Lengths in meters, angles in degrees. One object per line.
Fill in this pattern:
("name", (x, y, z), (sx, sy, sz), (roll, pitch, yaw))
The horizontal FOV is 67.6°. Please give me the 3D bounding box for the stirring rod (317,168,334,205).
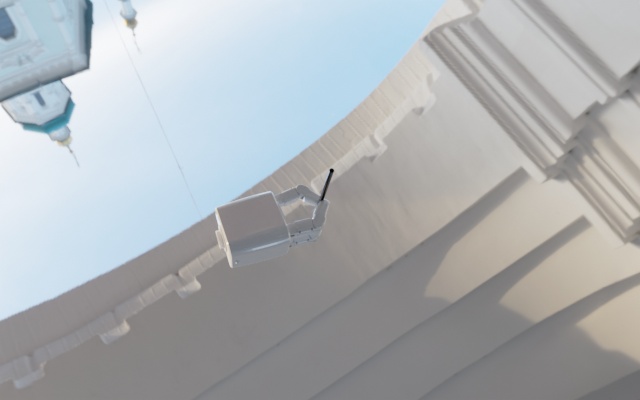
("stirring rod", (0.000, 0.003, 0.864), (0.011, 0.011, 0.240), (0, -25, -9))
